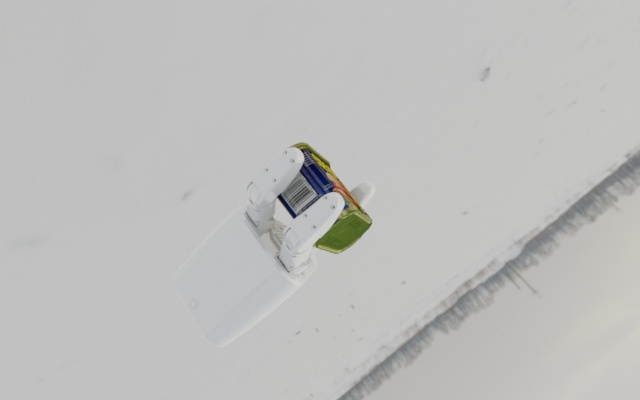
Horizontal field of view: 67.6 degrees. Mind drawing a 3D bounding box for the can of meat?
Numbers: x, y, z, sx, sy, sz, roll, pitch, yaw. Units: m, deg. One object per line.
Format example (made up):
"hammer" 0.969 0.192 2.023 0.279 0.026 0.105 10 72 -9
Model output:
"can of meat" 0.000 0.002 0.461 0.057 0.084 0.102 -41 -20 8
